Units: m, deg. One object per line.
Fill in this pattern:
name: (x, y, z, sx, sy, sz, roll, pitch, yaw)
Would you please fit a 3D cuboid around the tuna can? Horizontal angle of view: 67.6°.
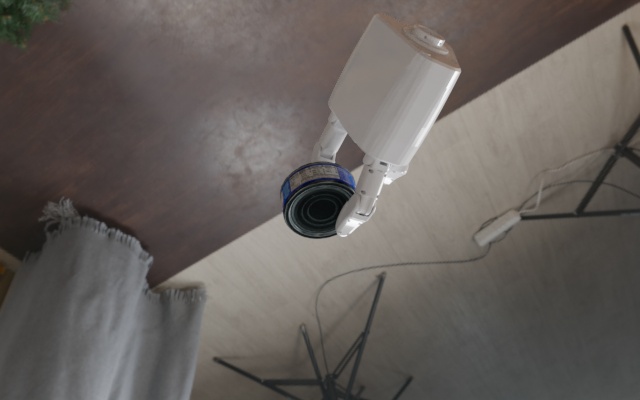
tuna can: (0.000, 0.002, 0.518, 0.086, 0.086, 0.033, 0, 41, -12)
